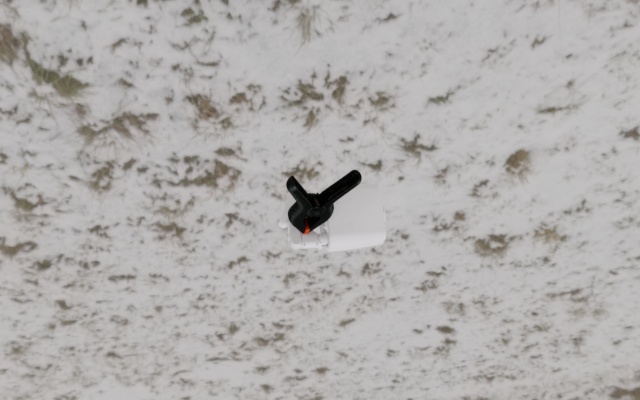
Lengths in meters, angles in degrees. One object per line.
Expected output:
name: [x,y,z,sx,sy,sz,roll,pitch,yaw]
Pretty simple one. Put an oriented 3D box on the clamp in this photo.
clamp: [0.000,0.003,0.781,0.120,0.039,0.171,-6,-26,-10]
